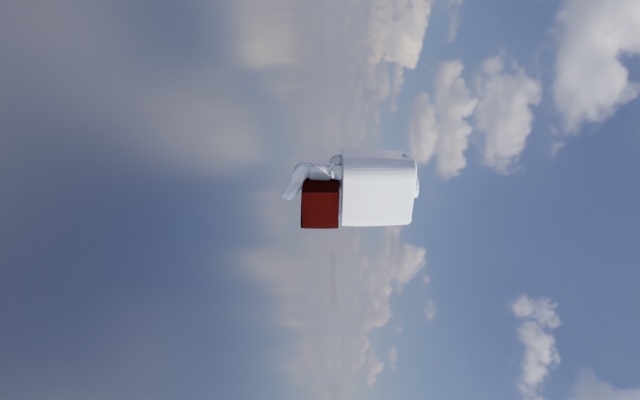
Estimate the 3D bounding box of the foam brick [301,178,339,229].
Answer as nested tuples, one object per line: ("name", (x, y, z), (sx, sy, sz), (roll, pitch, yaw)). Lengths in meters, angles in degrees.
("foam brick", (0.000, 0.002, 0.665), (0.051, 0.053, 0.078), (2, 18, 1))
